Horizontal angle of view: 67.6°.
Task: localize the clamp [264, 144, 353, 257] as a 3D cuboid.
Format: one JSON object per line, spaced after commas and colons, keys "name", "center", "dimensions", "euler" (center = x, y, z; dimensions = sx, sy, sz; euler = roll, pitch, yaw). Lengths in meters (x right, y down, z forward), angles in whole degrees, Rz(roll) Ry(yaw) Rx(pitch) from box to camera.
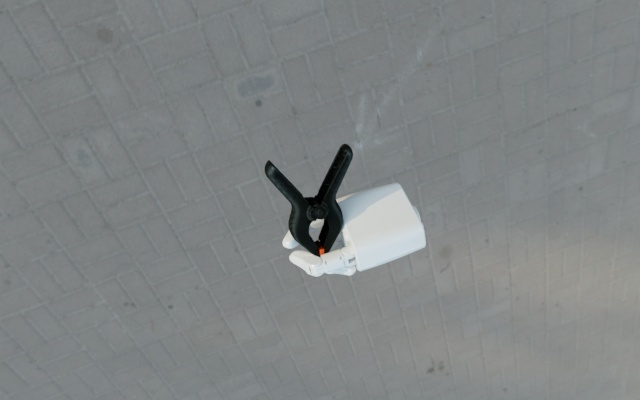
{"name": "clamp", "center": [0.000, 0.003, 0.663], "dimensions": [0.120, 0.172, 0.039], "euler": [-18, 34, -5]}
